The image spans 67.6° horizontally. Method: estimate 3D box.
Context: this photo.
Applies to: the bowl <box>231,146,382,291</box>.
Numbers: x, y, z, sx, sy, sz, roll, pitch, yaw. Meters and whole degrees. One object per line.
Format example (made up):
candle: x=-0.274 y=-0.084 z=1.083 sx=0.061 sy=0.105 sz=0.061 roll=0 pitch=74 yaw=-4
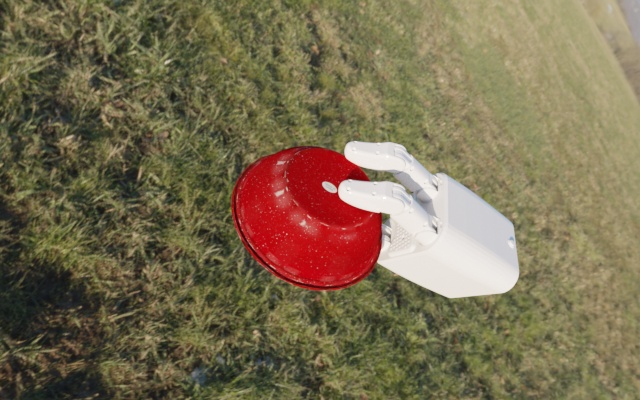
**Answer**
bowl: x=-0.001 y=0.001 z=0.457 sx=0.162 sy=0.162 sz=0.055 roll=0 pitch=-34 yaw=-27
